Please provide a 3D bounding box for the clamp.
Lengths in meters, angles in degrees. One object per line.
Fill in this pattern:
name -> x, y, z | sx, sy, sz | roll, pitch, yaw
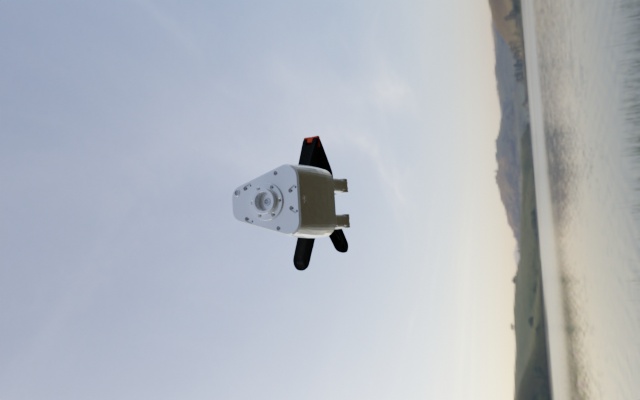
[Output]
clamp -> -0.001, 0.002, 0.780 | 0.036, 0.210, 0.164 | -5, -4, 26
